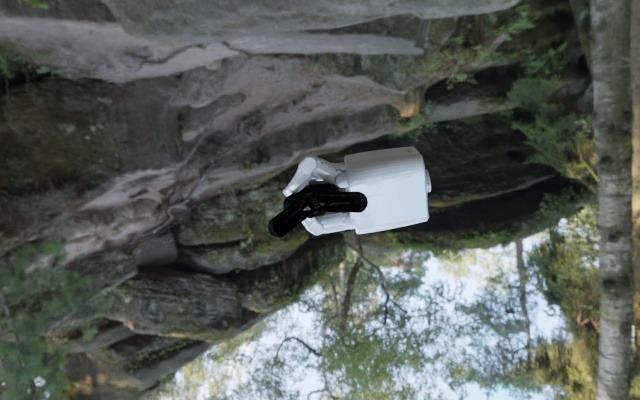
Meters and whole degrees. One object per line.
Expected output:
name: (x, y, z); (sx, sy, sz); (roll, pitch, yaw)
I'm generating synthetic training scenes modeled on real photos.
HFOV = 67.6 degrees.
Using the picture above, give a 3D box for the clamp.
clamp: (0.000, 0.003, 0.623); (0.120, 0.039, 0.171); (-10, 15, 5)
